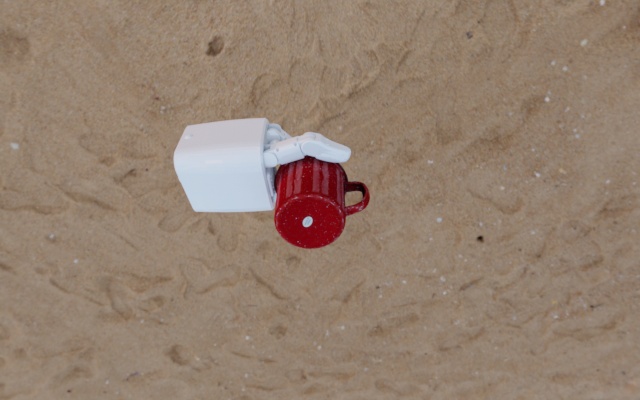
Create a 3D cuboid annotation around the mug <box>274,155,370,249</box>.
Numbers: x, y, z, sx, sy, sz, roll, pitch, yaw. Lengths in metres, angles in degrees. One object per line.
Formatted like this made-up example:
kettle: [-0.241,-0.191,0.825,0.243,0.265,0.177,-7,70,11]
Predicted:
mug: [0.002,0.002,0.565,0.117,0.093,0.081,-4,36,3]
